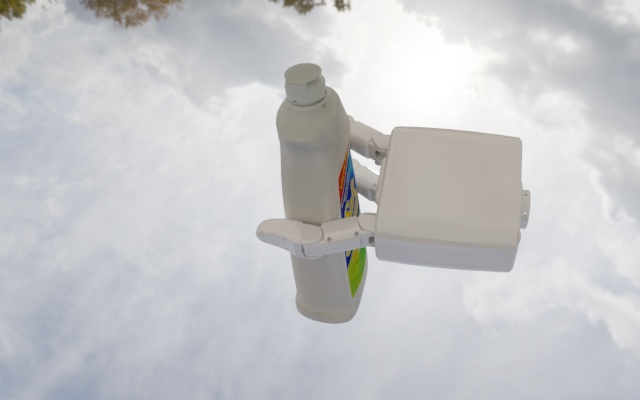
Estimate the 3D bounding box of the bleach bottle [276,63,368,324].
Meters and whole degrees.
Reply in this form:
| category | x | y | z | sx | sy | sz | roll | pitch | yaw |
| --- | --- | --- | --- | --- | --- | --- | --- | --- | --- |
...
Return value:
| category | x | y | z | sx | sy | sz | roll | pitch | yaw |
| --- | --- | --- | --- | --- | --- | --- | --- | --- | --- |
| bleach bottle | 0.000 | 0.001 | 0.429 | 0.068 | 0.251 | 0.102 | 7 | 47 | 16 |
